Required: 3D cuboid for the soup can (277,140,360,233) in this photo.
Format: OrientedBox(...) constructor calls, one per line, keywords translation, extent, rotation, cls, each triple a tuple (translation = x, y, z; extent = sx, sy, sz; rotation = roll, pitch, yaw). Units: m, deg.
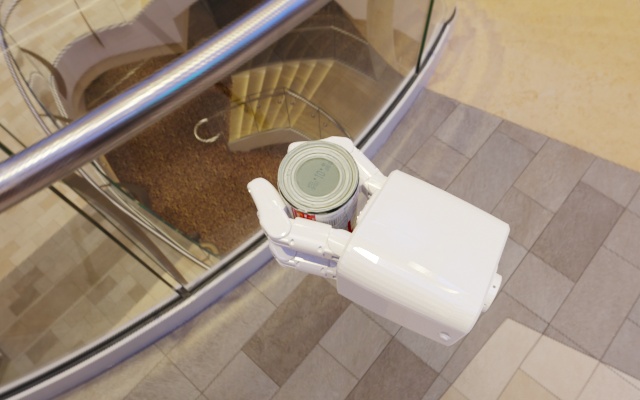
OrientedBox(translation=(0.000, 0.001, 0.423), extent=(0.068, 0.068, 0.102), rotation=(0, -25, 3), cls="soup can")
